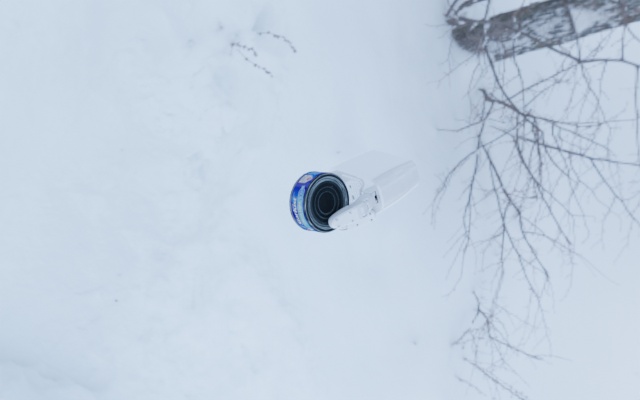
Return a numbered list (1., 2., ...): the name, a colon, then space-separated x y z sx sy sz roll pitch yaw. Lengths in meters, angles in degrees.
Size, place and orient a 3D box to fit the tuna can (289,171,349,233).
1. tuna can: 0.000 0.002 0.668 0.086 0.086 0.034 0 4 -41
